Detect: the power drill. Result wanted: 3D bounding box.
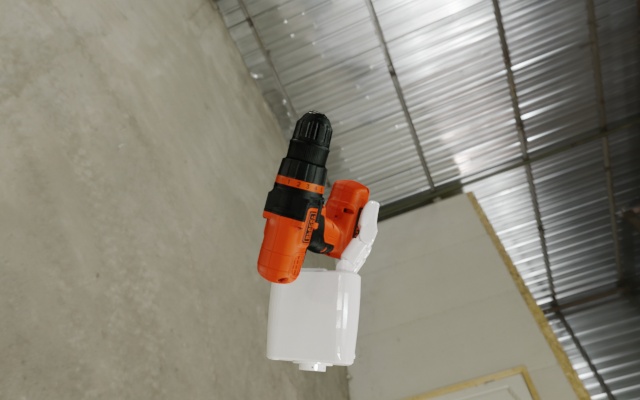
[{"bbox_3d":[0.000,0.002,0.565,0.057,0.184,0.187,17,2,25],"label":"power drill"}]
